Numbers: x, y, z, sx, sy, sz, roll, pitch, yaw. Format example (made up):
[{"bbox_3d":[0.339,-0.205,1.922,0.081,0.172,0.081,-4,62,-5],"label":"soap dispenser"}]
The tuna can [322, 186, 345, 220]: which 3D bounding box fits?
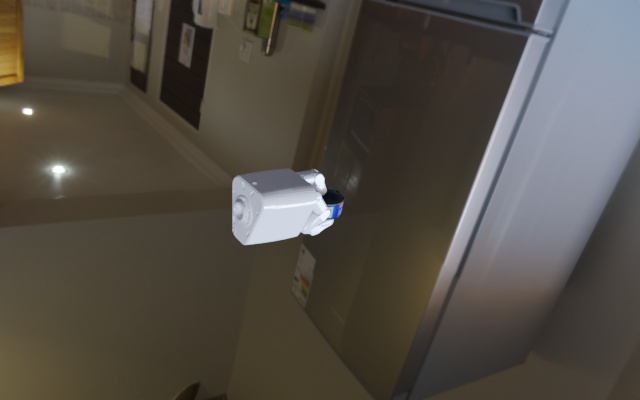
[{"bbox_3d":[0.000,0.003,0.897,0.086,0.034,0.086,8,25,-4],"label":"tuna can"}]
